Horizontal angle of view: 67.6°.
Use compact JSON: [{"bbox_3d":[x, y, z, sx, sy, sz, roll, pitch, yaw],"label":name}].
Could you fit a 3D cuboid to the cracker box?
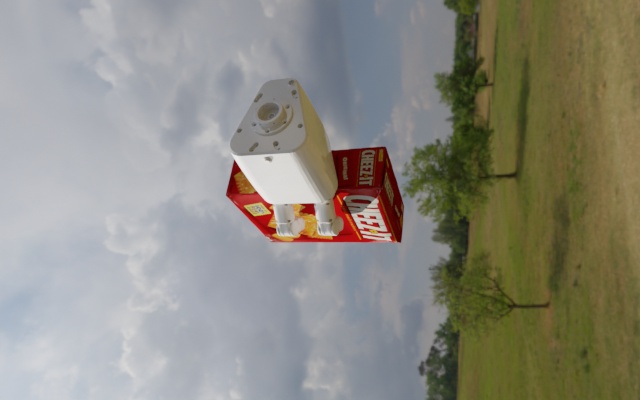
[{"bbox_3d":[0.000,0.002,0.679,0.213,0.072,0.164,-1,-29,19],"label":"cracker box"}]
